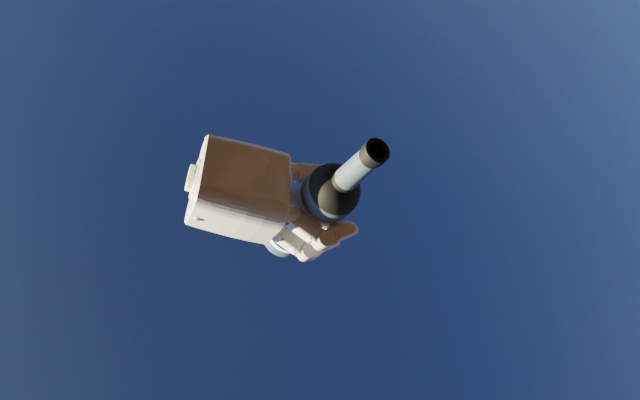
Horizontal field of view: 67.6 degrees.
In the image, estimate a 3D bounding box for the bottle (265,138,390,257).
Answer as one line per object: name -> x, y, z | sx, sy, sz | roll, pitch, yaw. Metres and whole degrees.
bottle -> 0.000, 0.002, 0.591 | 0.069, 0.069, 0.296 | 0, -20, -24
